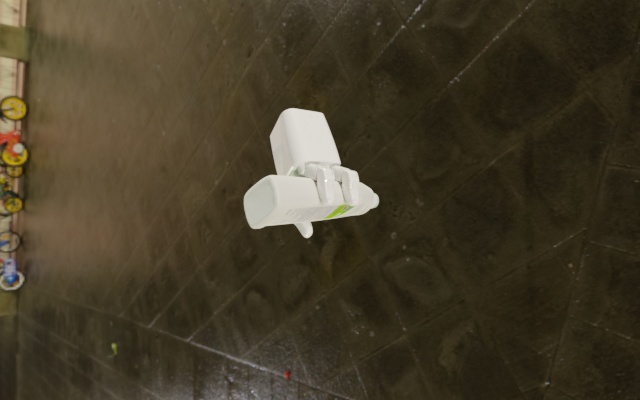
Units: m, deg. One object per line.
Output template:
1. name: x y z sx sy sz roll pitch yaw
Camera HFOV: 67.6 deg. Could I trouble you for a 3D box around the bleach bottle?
1. bleach bottle: 0.000 0.003 0.831 0.251 0.068 0.102 1 -24 -41
